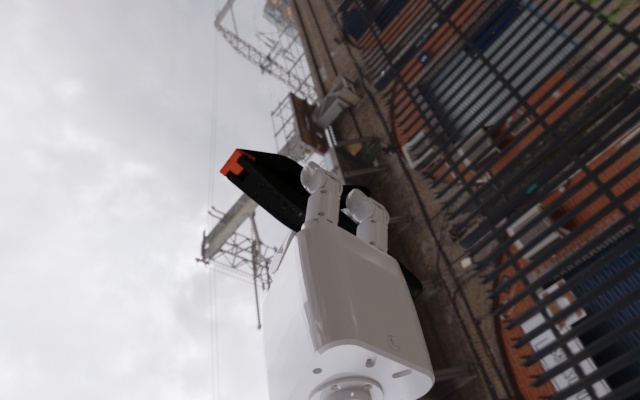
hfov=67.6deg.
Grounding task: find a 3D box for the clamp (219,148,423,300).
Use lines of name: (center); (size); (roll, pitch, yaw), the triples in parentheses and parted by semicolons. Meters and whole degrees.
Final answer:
clamp: (-0.001, 0.002, 0.465); (0.210, 0.036, 0.164); (30, 23, -27)
